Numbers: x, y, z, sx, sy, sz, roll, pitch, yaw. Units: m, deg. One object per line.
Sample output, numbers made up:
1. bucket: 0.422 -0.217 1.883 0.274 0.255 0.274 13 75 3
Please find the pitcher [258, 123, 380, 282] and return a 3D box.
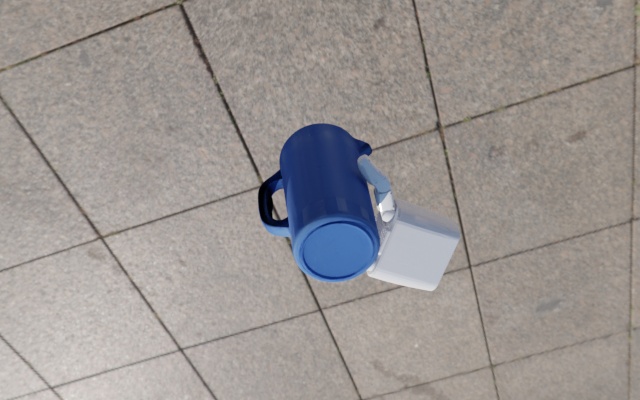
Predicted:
1. pitcher: 0.000 0.002 0.676 0.145 0.149 0.242 20 28 -17
